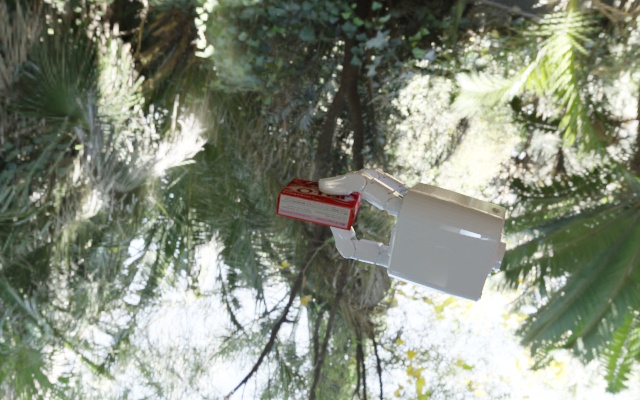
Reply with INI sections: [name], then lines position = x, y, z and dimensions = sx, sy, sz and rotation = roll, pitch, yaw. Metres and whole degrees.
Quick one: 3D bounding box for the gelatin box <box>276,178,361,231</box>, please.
[gelatin box]
position = 0.000, 0.002, 0.565
dimensions = 0.089, 0.030, 0.073
rotation = 11, 18, 7
